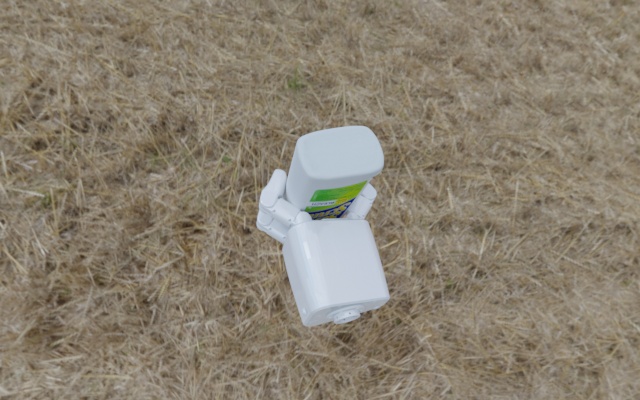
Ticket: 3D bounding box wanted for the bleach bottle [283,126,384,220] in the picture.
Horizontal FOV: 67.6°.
[{"bbox_3d":[0.000,0.002,0.640,0.102,0.068,0.251,-10,-25,-16],"label":"bleach bottle"}]
